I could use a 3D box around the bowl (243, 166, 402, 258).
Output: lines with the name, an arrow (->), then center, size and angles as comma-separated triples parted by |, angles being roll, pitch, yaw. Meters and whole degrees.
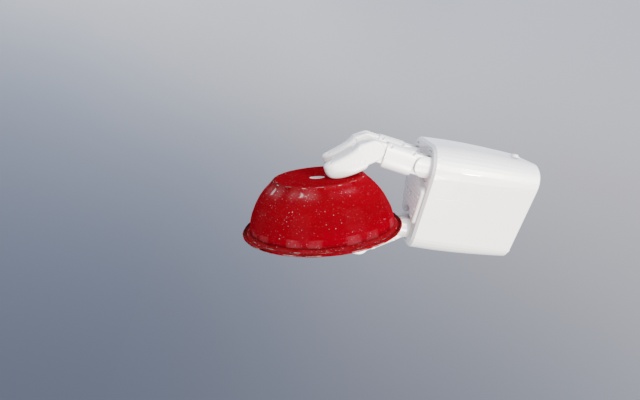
bowl -> -0.001, 0.001, 0.479 | 0.162, 0.055, 0.162 | -4, 16, 1
